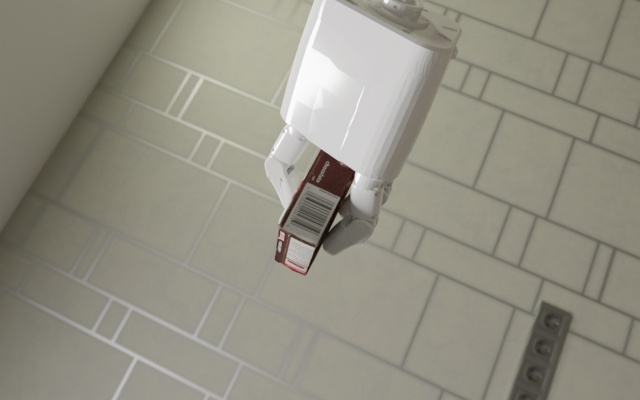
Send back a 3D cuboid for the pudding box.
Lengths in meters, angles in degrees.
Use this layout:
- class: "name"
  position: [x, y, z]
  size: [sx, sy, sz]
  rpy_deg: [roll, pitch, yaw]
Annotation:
- class: "pudding box"
  position: [0.000, 0.001, 0.429]
  size: [0.039, 0.113, 0.090]
  rpy_deg: [27, -24, 5]
